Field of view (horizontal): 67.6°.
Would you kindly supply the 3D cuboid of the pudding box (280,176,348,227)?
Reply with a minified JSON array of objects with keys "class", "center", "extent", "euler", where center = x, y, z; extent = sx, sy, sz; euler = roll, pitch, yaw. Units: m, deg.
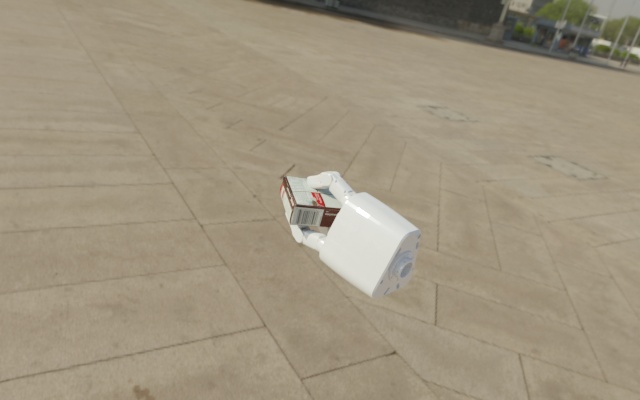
[{"class":"pudding box","center":[0.000,0.002,0.745],"extent":[0.113,0.039,0.090],"euler":[7,29,-20]}]
